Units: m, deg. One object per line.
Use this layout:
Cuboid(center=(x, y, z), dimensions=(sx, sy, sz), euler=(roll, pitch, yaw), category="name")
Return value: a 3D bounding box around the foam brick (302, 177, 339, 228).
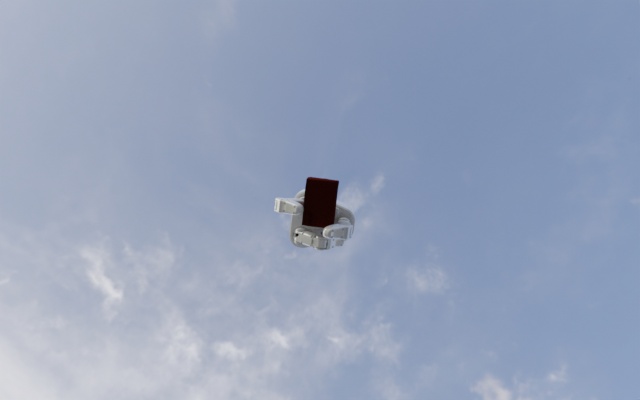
Cuboid(center=(0.000, 0.002, 0.776), dimensions=(0.053, 0.078, 0.051), euler=(7, 7, 2), category="foam brick")
